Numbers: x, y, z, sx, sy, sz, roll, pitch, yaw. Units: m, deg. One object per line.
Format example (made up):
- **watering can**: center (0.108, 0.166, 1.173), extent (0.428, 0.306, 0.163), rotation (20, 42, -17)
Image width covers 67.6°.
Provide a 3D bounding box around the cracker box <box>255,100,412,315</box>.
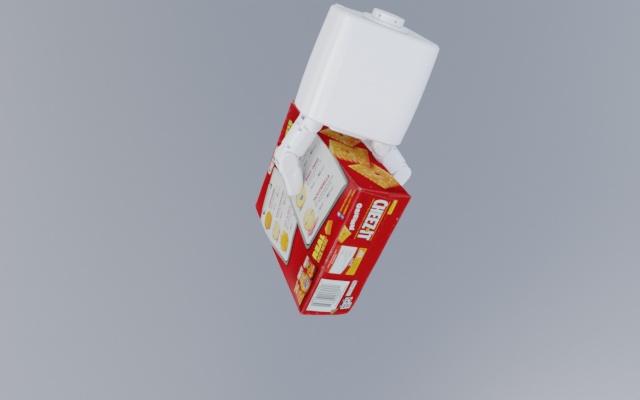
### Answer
- **cracker box**: center (0.000, 0.002, 0.565), extent (0.072, 0.164, 0.213), rotation (9, 29, -28)
